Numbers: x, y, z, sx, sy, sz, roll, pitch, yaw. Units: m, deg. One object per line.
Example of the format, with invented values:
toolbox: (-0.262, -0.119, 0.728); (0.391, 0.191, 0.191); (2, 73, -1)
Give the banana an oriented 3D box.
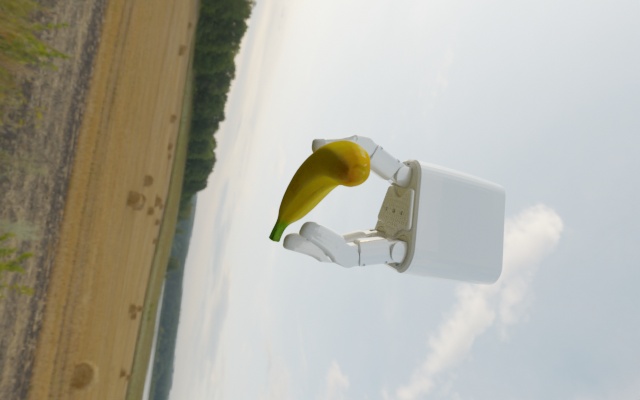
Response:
banana: (0.001, -0.015, 0.425); (0.037, 0.069, 0.198); (16, -24, -16)
